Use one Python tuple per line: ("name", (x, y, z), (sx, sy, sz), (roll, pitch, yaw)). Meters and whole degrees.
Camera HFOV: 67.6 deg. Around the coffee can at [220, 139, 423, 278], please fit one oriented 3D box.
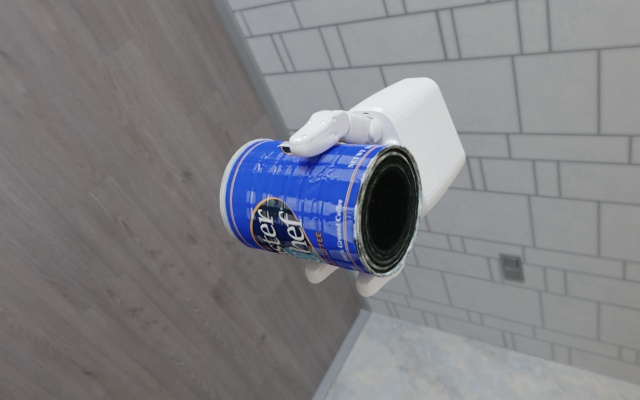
("coffee can", (0.000, 0.001, 0.405), (0.140, 0.103, 0.103), (8, 4, 36))
